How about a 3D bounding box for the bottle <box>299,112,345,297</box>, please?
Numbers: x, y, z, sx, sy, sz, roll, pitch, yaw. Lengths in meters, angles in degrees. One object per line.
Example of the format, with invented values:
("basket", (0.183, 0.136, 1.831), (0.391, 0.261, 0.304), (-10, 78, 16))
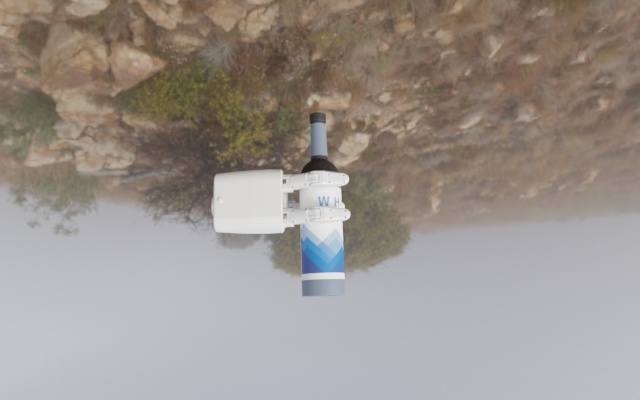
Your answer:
("bottle", (0.000, 0.003, 0.763), (0.069, 0.295, 0.069), (-2, -11, 0))
